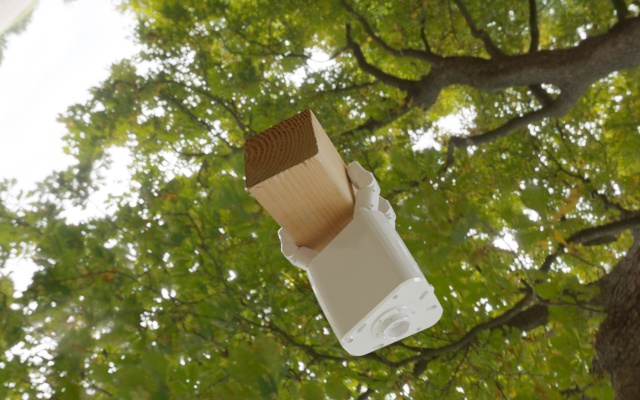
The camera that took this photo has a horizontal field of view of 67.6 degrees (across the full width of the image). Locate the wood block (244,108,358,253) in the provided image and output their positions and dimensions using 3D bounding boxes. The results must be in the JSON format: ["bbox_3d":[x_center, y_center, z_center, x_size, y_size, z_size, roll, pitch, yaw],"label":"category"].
[{"bbox_3d":[0.000,0.002,0.593,0.091,0.090,0.206,-25,-47,13],"label":"wood block"}]
